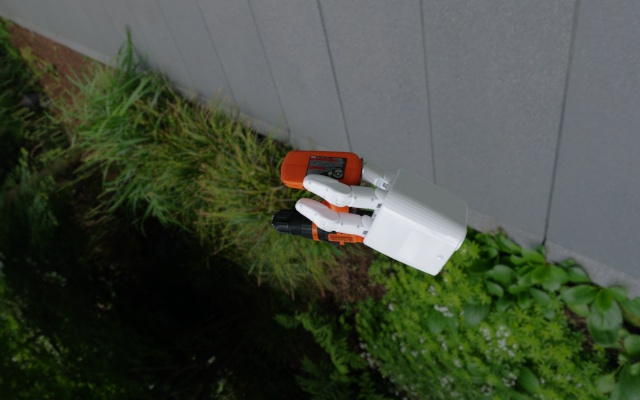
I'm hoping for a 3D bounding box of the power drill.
[{"bbox_3d":[0.000,0.002,0.697,0.184,0.057,0.188,2,-29,12],"label":"power drill"}]
